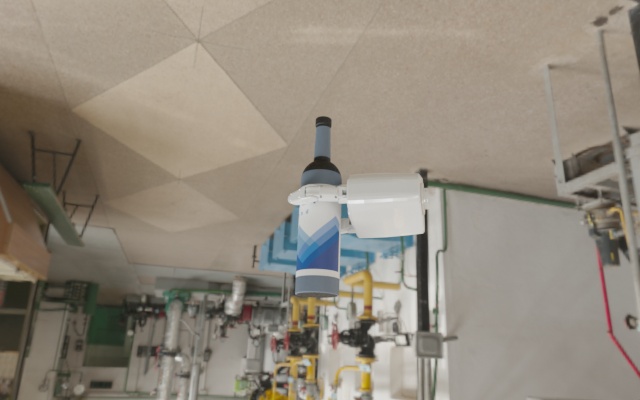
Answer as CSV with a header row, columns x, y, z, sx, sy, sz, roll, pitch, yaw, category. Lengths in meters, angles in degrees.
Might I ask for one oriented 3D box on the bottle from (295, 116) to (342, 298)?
x,y,z,sx,sy,sz,roll,pitch,yaw,category
0.000,0.003,0.763,0.069,0.295,0.069,2,-18,1,bottle
